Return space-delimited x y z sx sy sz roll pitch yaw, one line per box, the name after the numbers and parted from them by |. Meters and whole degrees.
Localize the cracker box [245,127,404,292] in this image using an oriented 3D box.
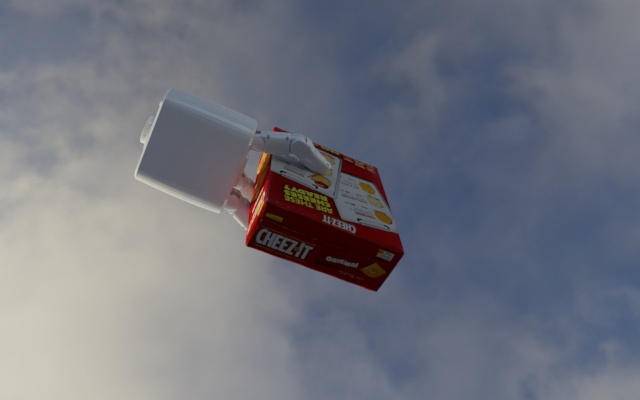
0.000 0.002 0.598 0.164 0.072 0.213 21 27 -14 | cracker box
